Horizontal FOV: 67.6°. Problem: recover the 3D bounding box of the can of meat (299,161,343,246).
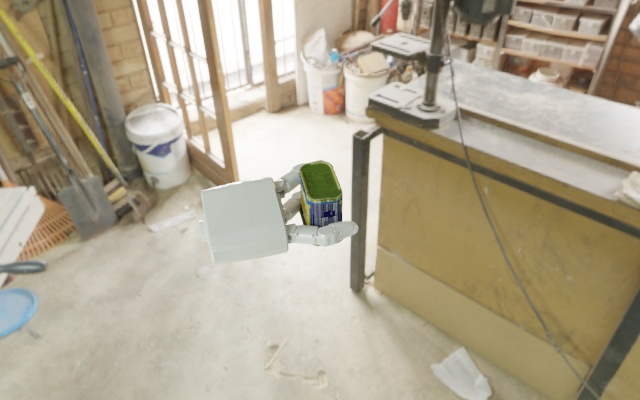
[{"bbox_3d":[0.000,0.002,0.710,0.057,0.084,0.102,-9,38,-9],"label":"can of meat"}]
